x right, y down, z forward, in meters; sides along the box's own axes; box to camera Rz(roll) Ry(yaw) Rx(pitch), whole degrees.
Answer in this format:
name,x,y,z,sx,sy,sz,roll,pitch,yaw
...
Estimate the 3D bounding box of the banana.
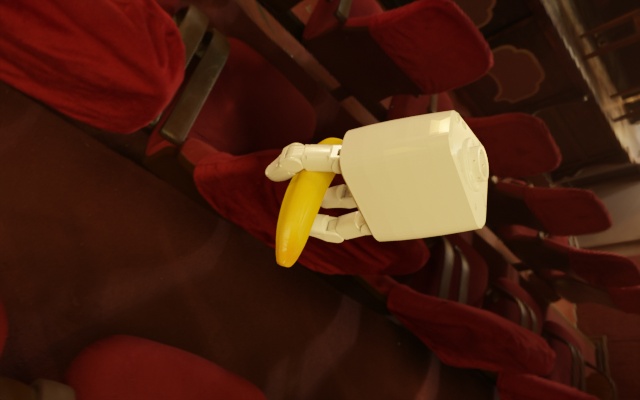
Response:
name,x,y,z,sx,sy,sz,roll,pitch,yaw
banana,-0.003,-0.016,0.504,0.037,0.070,0.197,0,33,24
